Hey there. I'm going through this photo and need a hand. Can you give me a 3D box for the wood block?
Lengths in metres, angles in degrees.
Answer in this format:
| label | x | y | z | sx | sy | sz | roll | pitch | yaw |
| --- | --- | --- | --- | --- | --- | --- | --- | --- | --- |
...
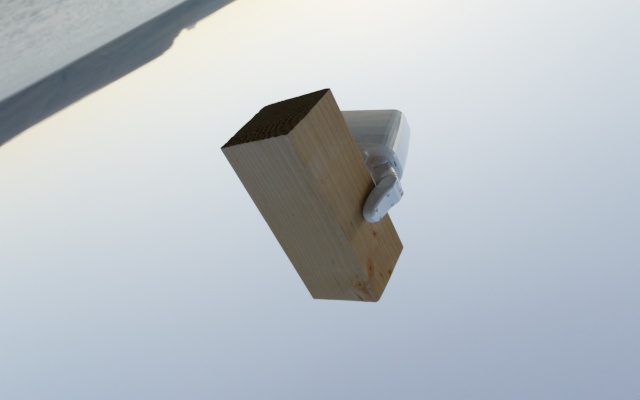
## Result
| label | x | y | z | sx | sy | sz | roll | pitch | yaw |
| --- | --- | --- | --- | --- | --- | --- | --- | --- | --- |
| wood block | 0.001 | 0.001 | 0.502 | 0.091 | 0.206 | 0.090 | -7 | 34 | 37 |
